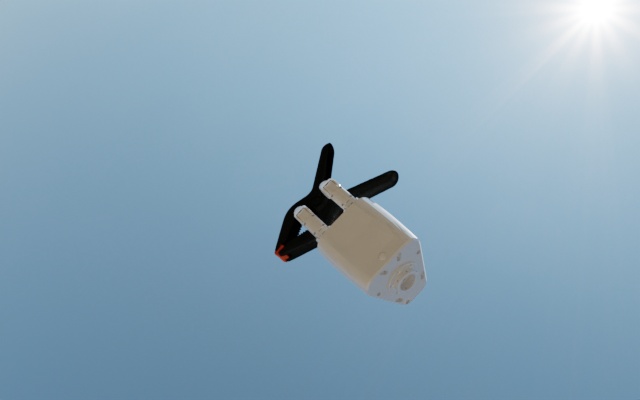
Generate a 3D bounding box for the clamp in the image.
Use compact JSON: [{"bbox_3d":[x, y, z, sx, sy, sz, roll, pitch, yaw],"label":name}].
[{"bbox_3d":[0.000,0.003,0.740,0.164,0.210,0.036,40,-6,47],"label":"clamp"}]
